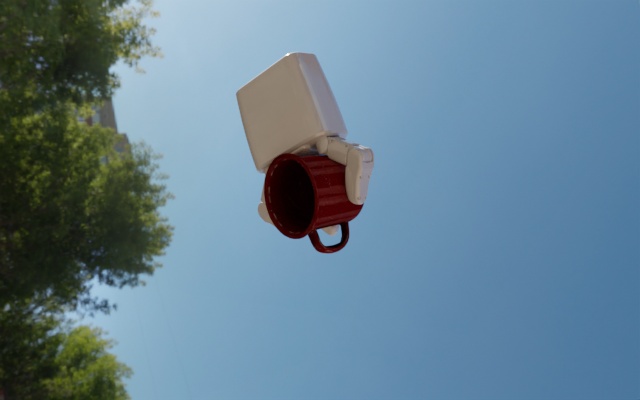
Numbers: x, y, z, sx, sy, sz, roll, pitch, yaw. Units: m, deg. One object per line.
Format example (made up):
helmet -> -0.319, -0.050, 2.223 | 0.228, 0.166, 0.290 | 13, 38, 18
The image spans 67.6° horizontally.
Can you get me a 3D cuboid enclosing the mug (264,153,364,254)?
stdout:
mug -> 0.001, 0.003, 0.534 | 0.081, 0.117, 0.093 | -10, -15, -41
